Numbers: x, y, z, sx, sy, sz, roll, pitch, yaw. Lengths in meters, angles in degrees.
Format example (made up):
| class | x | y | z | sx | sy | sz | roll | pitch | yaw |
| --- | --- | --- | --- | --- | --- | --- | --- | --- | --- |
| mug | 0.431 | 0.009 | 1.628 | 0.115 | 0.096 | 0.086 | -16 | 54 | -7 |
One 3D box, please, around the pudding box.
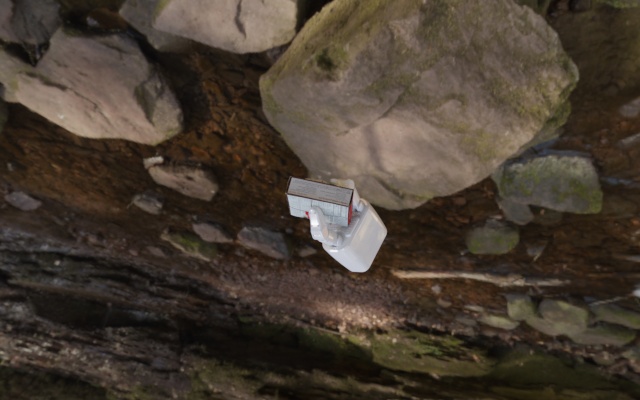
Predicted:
| class | x | y | z | sx | sy | sz | roll | pitch | yaw |
| --- | --- | --- | --- | --- | --- | --- | --- | --- | --- |
| pudding box | 0.000 | 0.003 | 0.825 | 0.113 | 0.039 | 0.090 | 11 | -25 | 6 |
